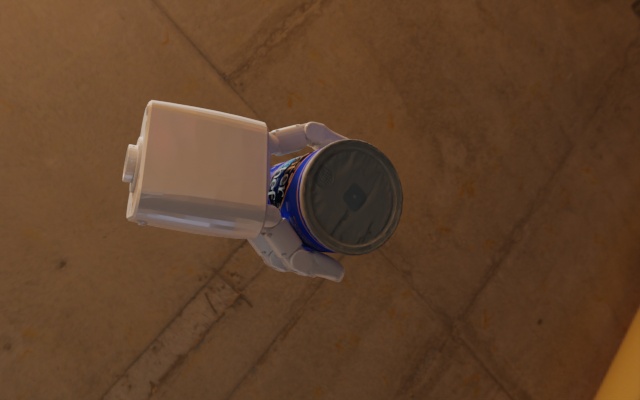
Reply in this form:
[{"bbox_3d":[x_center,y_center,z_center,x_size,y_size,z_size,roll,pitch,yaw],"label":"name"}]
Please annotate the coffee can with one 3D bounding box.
[{"bbox_3d":[0.000,0.002,0.480,0.103,0.103,0.140,0,-4,-26],"label":"coffee can"}]
